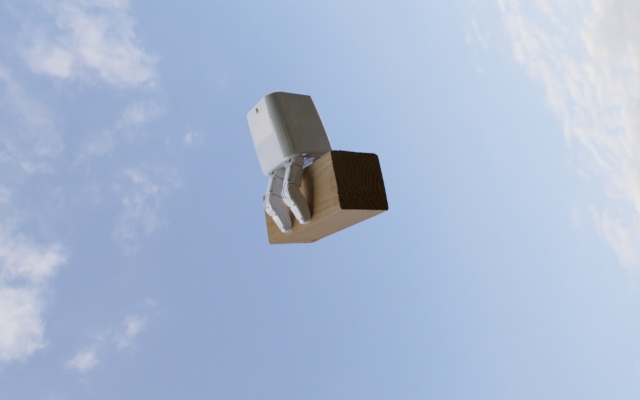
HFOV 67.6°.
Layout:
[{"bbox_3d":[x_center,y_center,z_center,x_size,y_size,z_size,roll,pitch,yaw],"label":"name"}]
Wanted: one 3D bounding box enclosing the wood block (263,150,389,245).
[{"bbox_3d":[0.000,0.002,0.752,0.091,0.090,0.206,0,-17,-35],"label":"wood block"}]
